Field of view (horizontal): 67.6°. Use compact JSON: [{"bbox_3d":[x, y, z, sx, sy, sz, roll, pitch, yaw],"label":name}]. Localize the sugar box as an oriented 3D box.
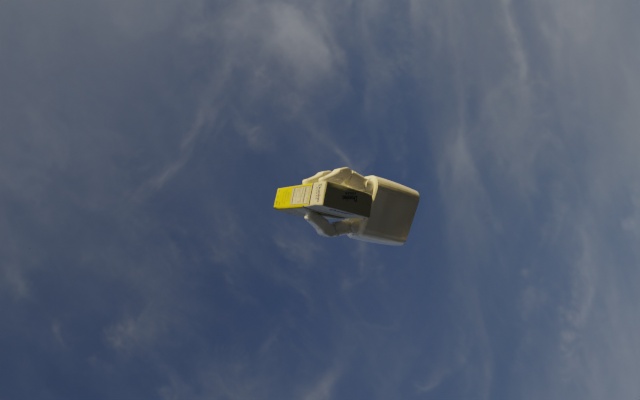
[{"bbox_3d":[0.000,0.002,0.814,0.093,0.048,0.176,15,-13,-29],"label":"sugar box"}]
